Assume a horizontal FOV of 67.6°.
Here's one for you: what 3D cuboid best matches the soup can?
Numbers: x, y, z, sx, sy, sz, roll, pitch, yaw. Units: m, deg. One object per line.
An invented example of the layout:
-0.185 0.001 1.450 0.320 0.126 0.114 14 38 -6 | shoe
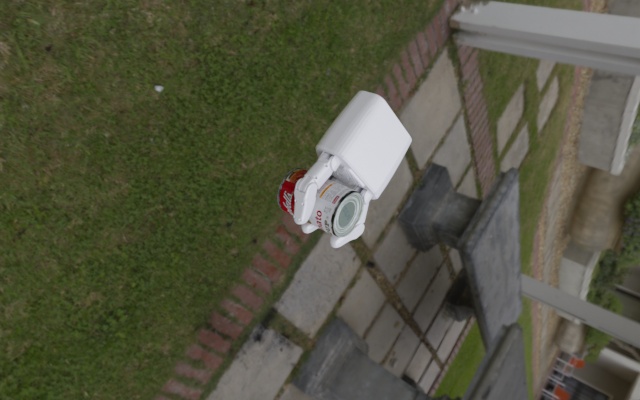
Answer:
0.000 0.003 0.659 0.102 0.068 0.068 25 14 34 | soup can
